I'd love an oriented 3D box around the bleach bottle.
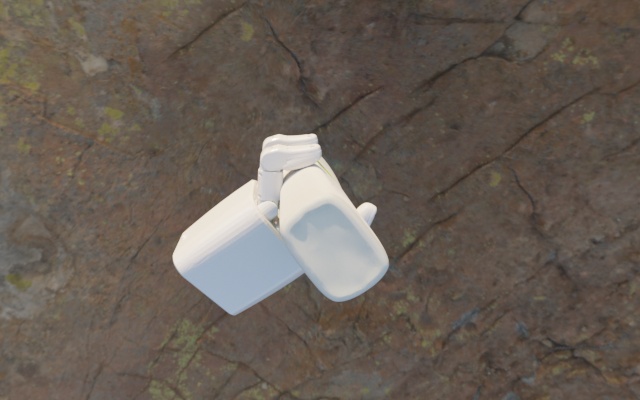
[{"bbox_3d":[0.000,0.002,0.515,0.068,0.102,0.250,-35,18,6],"label":"bleach bottle"}]
